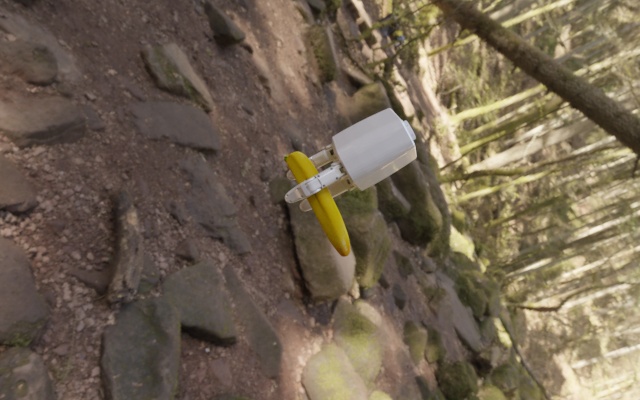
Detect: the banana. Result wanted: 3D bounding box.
[{"bbox_3d":[-0.003,-0.005,0.743,0.037,0.197,0.070,-29,-16,-2],"label":"banana"}]
